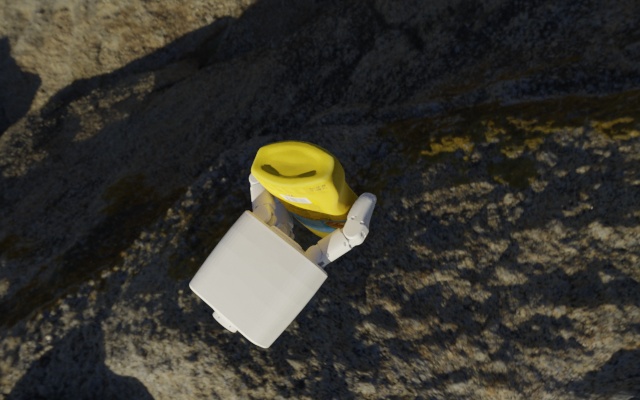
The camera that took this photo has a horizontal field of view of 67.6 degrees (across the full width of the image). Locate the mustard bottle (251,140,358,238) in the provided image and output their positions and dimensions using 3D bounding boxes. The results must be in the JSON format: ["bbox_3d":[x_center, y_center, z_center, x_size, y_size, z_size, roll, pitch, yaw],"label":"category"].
[{"bbox_3d":[0.000,0.001,0.571,0.096,0.058,0.192,7,-23,24],"label":"mustard bottle"}]
